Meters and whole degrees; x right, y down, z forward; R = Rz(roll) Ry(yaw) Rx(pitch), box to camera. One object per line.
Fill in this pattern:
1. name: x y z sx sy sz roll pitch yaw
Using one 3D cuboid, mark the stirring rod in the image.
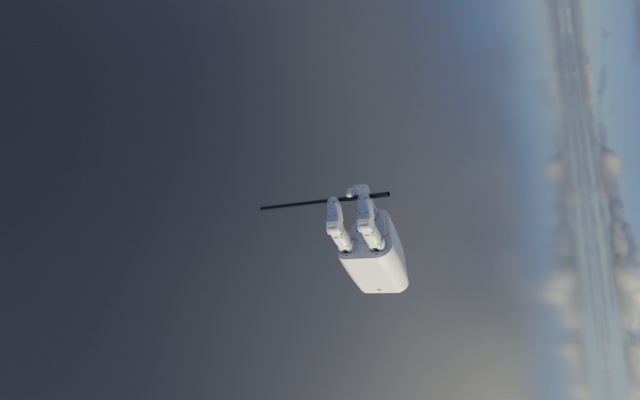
1. stirring rod: 0.000 0.003 0.788 0.239 0.011 0.011 -7 -3 29
